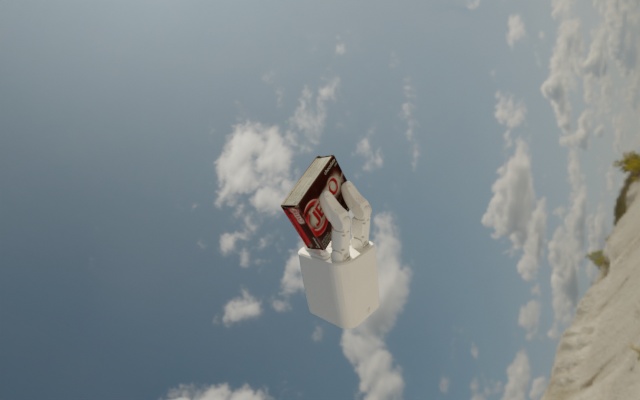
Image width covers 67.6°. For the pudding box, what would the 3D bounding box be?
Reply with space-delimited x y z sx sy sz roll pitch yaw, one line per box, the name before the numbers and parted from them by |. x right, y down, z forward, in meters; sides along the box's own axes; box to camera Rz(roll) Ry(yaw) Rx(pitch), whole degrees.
pudding box | 0.000 0.002 0.701 0.039 0.090 0.113 1 44 36
